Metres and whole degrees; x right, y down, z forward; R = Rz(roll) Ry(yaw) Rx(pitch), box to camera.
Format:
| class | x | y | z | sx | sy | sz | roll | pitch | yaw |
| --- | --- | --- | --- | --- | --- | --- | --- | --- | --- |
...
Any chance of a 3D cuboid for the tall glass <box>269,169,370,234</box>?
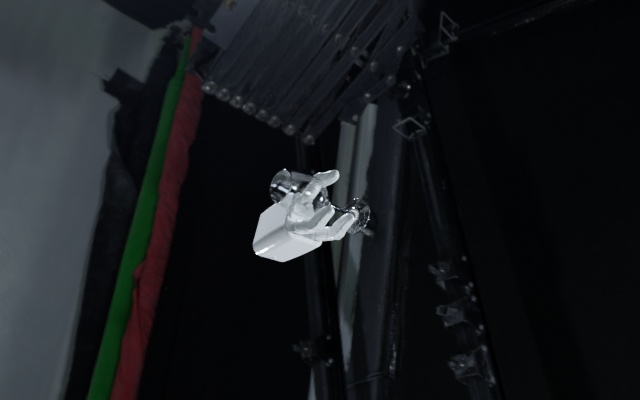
| class | x | y | z | sx | sy | sz | roll | pitch | yaw |
| --- | --- | --- | --- | --- | --- | --- | --- | --- | --- |
| tall glass | 0.001 | 0.003 | 0.897 | 0.201 | 0.079 | 0.079 | 22 | -15 | -40 |
